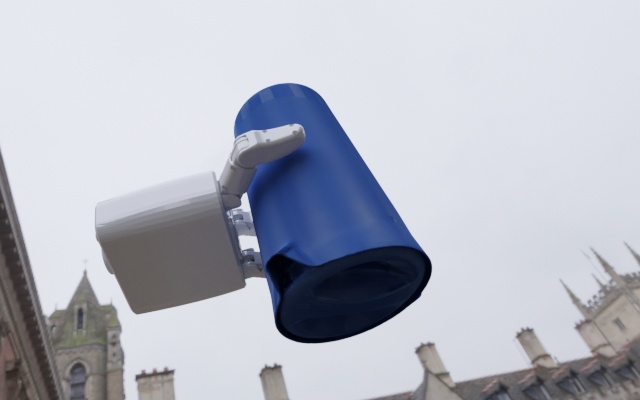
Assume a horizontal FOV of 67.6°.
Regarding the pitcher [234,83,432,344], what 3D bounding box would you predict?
[{"bbox_3d":[0.000,0.002,0.458,0.145,0.242,0.149,-15,-40,-9],"label":"pitcher"}]
